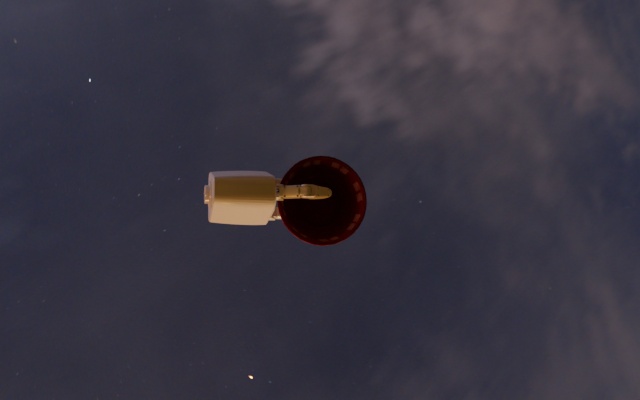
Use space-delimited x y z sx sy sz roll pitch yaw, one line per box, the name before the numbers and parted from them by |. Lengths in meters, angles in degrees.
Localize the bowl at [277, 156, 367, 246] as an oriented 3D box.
bowl | 0.001 0.003 0.872 0.162 0.162 0.055 0 -8 -8
